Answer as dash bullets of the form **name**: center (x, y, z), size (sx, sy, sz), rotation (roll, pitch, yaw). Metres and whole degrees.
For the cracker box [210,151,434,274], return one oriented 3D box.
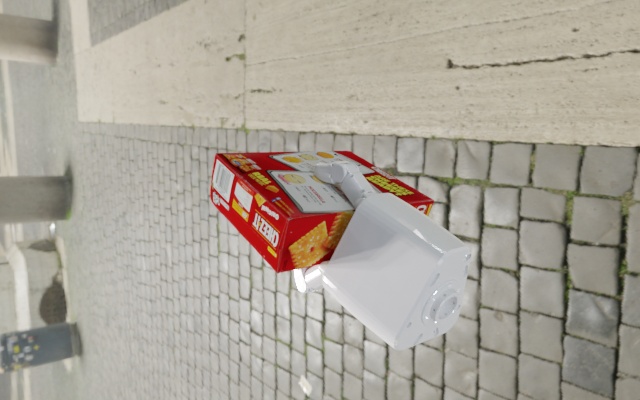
- **cracker box**: center (0.000, 0.002, 0.571), size (0.213, 0.072, 0.164), rotation (-5, 30, -38)
